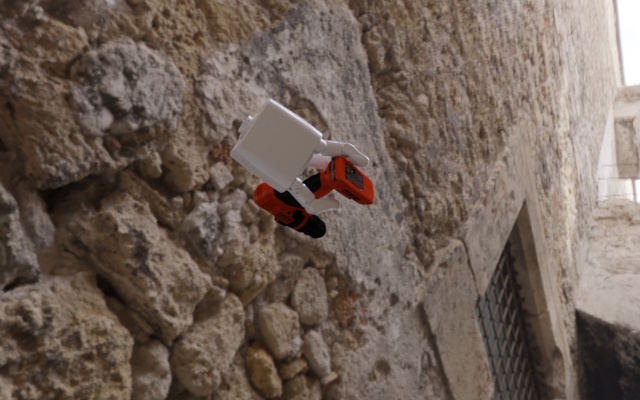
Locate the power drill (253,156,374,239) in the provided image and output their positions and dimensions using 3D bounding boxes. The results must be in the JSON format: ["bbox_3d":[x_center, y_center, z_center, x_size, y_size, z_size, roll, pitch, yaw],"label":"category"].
[{"bbox_3d":[0.000,0.003,0.867,0.188,0.057,0.184,-24,-40,31],"label":"power drill"}]
